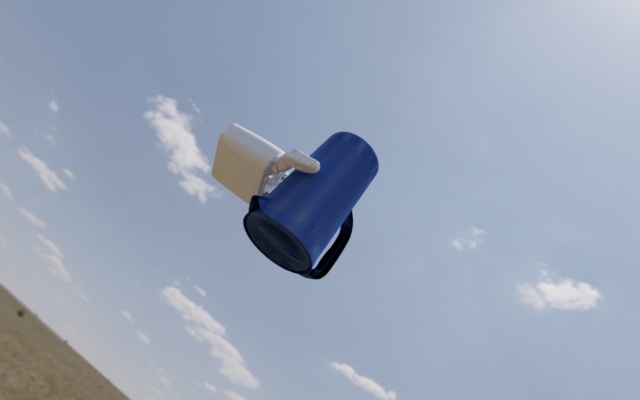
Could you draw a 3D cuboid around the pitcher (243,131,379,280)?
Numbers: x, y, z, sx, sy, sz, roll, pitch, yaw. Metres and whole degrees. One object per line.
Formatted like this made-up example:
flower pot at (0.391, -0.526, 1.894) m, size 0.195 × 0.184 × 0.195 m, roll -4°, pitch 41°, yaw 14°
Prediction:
pitcher at (0.000, 0.002, 0.801) m, size 0.145 × 0.242 × 0.149 m, roll 32°, pitch -32°, yaw 14°
